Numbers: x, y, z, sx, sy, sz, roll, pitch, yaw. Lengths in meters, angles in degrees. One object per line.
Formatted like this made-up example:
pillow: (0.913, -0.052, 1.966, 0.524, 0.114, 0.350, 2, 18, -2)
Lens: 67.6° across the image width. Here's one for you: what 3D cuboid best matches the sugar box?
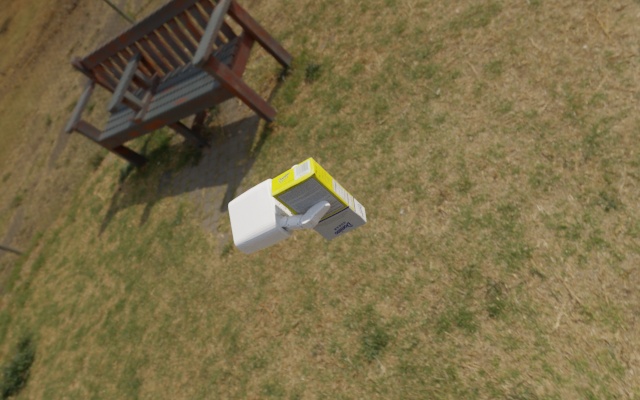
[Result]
sugar box: (0.000, 0.002, 0.880, 0.093, 0.048, 0.176, -27, -43, 24)
